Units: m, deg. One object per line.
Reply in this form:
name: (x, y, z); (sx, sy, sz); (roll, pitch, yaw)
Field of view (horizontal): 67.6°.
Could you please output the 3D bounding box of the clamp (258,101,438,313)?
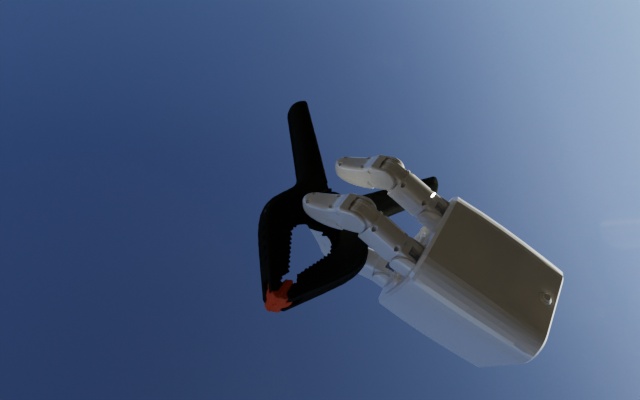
clamp: (0.000, 0.002, 0.417); (0.164, 0.210, 0.036); (35, -39, 6)
